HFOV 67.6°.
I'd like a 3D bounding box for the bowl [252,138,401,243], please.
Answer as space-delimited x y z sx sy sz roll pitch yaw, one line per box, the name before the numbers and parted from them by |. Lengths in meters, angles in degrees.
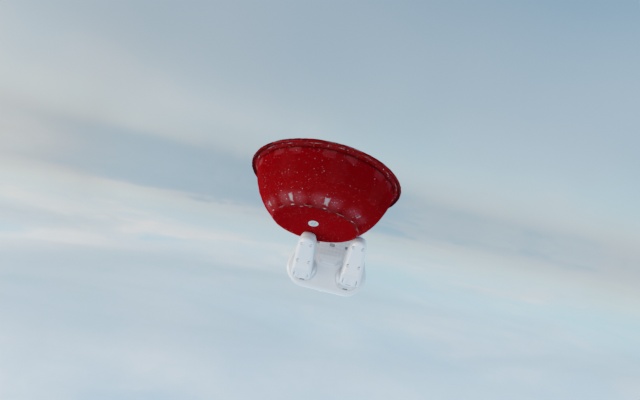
bowl | 0.000 0.001 0.498 0.162 0.055 0.162 11 -25 5
